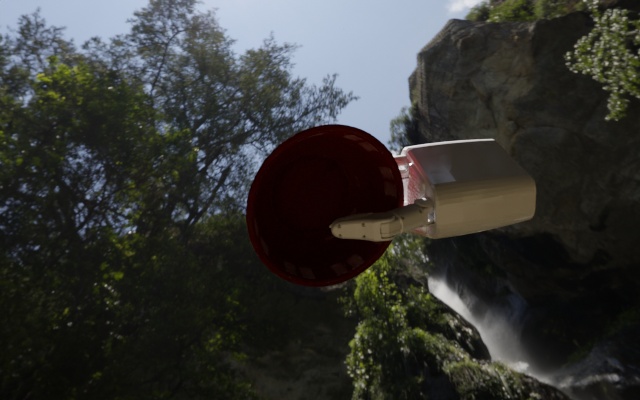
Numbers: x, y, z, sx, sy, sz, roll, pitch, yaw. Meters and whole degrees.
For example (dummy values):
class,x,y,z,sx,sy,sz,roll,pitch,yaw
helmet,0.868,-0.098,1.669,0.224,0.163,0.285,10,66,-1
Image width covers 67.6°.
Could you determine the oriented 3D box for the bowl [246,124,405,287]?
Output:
class,x,y,z,sx,sy,sz,roll,pitch,yaw
bowl,-0.001,0.001,0.475,0.162,0.162,0.055,0,16,-22
